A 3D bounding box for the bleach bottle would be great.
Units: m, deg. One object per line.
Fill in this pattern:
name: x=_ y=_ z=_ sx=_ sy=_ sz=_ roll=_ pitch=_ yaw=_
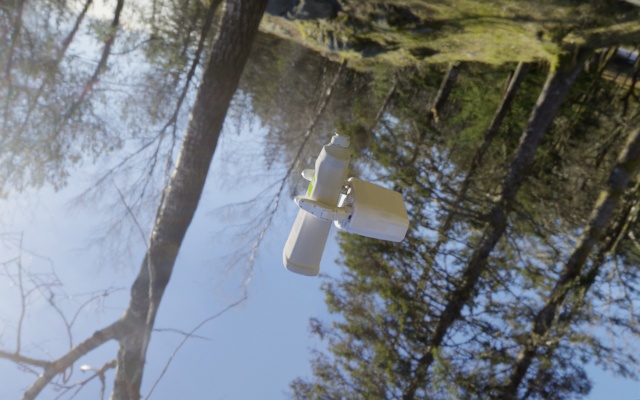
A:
bleach bottle: x=0.000 y=0.003 z=0.852 sx=0.068 sy=0.251 sz=0.102 roll=15 pitch=17 yaw=-12
